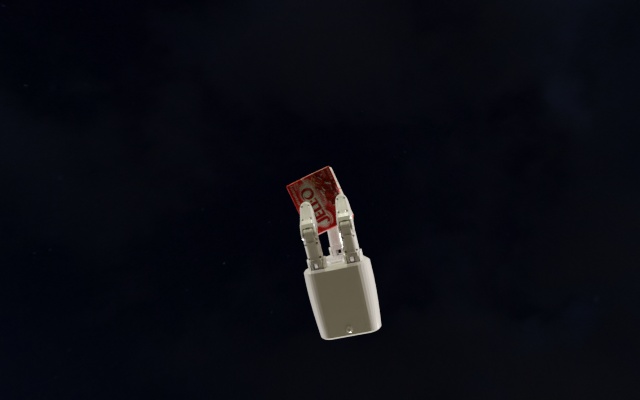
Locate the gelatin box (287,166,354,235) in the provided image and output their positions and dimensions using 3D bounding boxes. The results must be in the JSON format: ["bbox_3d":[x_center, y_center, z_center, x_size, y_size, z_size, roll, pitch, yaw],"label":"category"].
[{"bbox_3d":[0.000,0.002,0.734,0.073,0.089,0.030,-25,-4,6],"label":"gelatin box"}]
